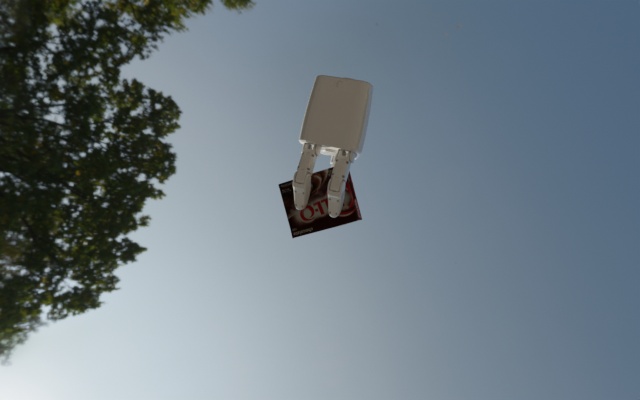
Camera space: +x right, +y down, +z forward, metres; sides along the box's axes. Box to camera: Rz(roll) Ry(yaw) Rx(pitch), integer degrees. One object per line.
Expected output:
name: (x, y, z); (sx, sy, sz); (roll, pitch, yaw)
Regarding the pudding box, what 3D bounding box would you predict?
pudding box: (0.000, 0.002, 0.750); (0.113, 0.090, 0.039); (-17, -6, 16)
